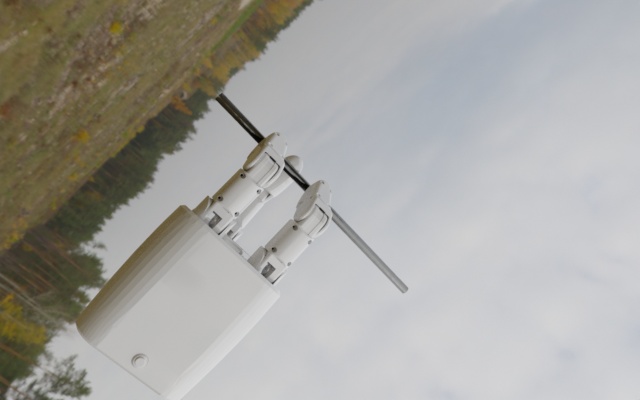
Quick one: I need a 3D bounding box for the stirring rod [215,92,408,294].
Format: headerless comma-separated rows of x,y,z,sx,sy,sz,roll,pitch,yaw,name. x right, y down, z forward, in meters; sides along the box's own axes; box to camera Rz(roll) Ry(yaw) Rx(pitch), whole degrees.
0.000,0.001,0.408,0.239,0.011,0.011,46,-19,-19,stirring rod
